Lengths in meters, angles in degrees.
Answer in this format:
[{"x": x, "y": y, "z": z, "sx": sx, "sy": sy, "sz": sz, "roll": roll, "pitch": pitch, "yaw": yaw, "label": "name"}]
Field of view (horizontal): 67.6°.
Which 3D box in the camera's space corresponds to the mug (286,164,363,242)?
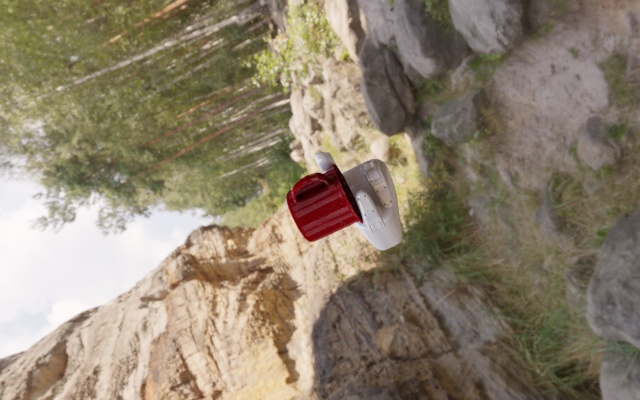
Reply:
[{"x": -0.001, "y": 0.002, "z": 0.664, "sx": 0.081, "sy": 0.093, "sz": 0.117, "roll": -26, "pitch": -34, "yaw": 9, "label": "mug"}]
